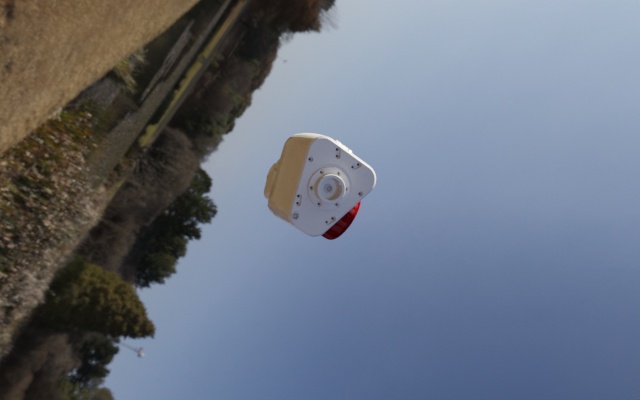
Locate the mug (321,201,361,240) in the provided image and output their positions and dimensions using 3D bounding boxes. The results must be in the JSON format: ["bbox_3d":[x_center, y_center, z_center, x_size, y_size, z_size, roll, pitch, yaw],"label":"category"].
[{"bbox_3d":[0.000,0.002,0.699,0.081,0.093,0.117,33,-3,-17],"label":"mug"}]
